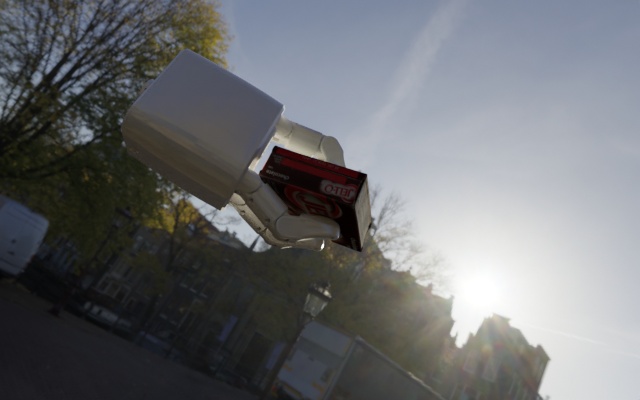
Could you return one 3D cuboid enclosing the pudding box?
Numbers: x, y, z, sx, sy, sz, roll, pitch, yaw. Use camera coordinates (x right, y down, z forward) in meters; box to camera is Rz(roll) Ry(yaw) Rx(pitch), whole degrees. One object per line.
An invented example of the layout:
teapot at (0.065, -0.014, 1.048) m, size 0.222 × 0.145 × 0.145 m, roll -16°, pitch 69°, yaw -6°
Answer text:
pudding box at (0.000, 0.001, 0.449) m, size 0.090 × 0.039 × 0.113 m, roll 19°, pitch -19°, yaw 17°
